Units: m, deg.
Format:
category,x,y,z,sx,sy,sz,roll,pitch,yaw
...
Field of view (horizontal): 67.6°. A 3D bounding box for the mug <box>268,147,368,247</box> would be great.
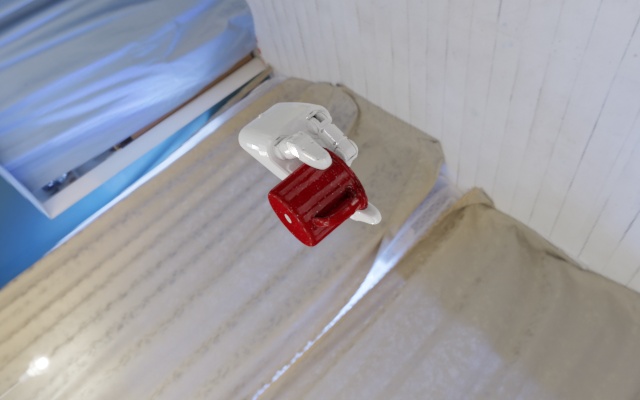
category,x,y,z,sx,sy,sz,roll,pitch,yaw
mug,0.001,0.002,0.539,0.081,0.093,0.117,-40,31,-16
